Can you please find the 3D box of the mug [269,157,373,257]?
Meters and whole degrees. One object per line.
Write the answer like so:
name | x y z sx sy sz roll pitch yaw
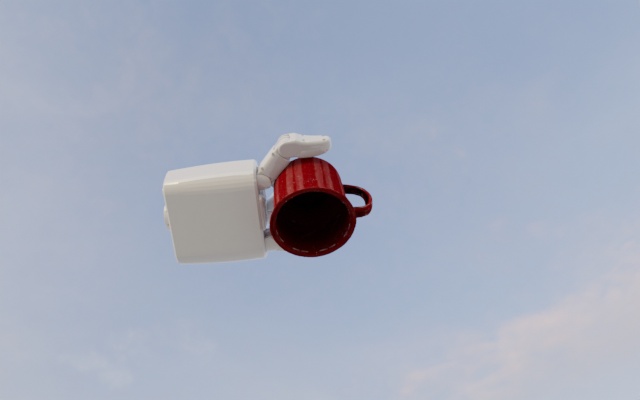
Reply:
mug | 0.001 0.001 0.540 0.117 0.093 0.081 -6 34 -3
